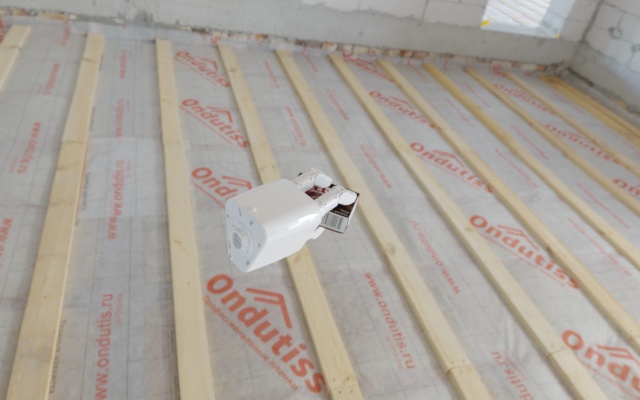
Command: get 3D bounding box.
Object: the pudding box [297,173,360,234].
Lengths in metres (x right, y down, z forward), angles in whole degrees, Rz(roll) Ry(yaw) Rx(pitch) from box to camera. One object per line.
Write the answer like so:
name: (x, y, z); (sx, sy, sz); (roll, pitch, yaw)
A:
pudding box: (0.000, 0.003, 0.785); (0.113, 0.039, 0.090); (21, 32, 5)
